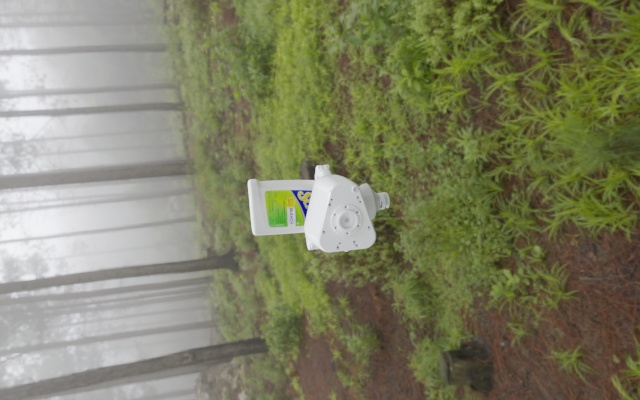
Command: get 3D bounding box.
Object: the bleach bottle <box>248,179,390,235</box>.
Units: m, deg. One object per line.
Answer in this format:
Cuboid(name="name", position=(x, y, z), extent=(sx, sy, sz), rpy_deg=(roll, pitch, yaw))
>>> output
Cuboid(name="bleach bottle", position=(0.000, 0.003, 0.859), extent=(0.251, 0.102, 0.068), rpy_deg=(-5, 7, -11))
